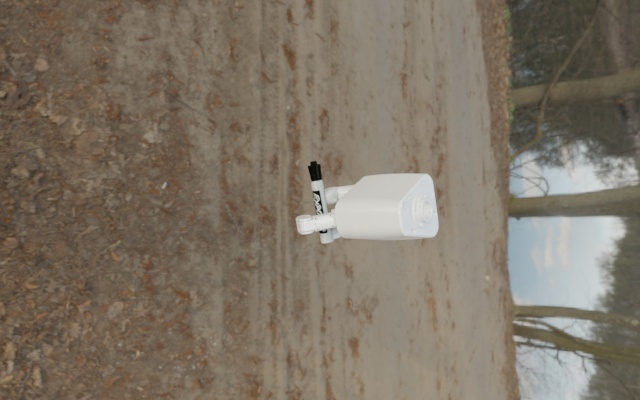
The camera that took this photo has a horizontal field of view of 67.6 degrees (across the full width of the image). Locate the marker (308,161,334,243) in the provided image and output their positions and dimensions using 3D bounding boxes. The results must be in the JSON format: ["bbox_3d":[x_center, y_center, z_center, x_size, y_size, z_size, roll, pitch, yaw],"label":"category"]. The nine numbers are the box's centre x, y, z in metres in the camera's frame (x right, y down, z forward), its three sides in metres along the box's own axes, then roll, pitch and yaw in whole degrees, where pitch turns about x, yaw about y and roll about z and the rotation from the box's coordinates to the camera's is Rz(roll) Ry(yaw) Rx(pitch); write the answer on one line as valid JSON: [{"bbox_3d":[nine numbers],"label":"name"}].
[{"bbox_3d":[0.000,0.002,0.697,0.020,0.121,0.020,-10,9,1],"label":"marker"}]
